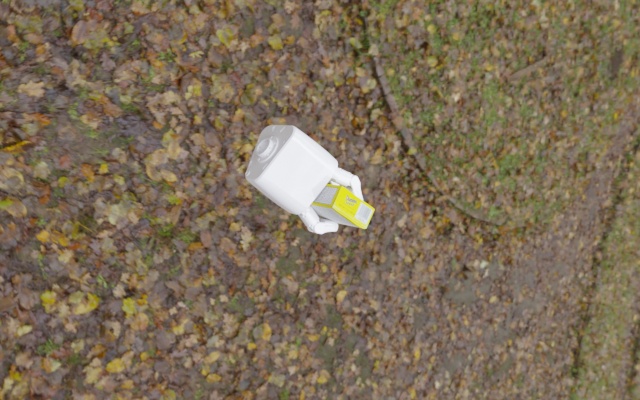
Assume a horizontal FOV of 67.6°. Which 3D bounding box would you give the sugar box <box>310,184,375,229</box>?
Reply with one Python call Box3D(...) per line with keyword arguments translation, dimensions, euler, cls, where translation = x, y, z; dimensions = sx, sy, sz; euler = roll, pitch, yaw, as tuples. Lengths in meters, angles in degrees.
Box3D(translation=(0.000, 0.002, 0.846), dimensions=(0.093, 0.048, 0.176), euler=(35, -13, -39), cls="sugar box")
